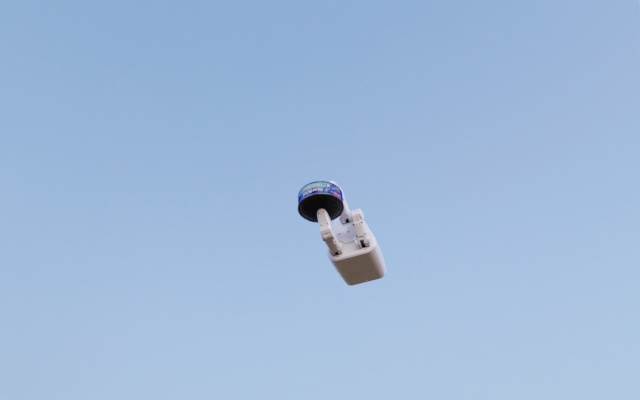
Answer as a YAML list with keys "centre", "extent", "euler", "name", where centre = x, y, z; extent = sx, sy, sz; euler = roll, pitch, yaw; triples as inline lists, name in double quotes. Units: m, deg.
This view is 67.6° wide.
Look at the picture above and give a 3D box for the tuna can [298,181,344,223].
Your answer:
- centre: [0.000, 0.002, 0.888]
  extent: [0.086, 0.033, 0.086]
  euler: [-2, -40, -1]
  name: "tuna can"
